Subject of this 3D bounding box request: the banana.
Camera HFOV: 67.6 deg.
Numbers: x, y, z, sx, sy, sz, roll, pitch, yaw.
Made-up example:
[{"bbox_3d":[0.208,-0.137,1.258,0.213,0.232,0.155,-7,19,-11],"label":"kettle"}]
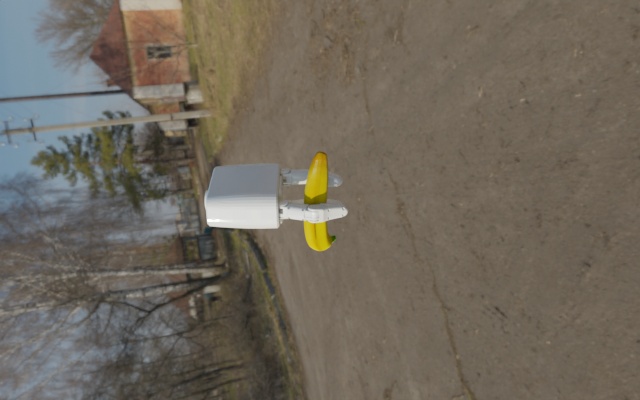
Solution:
[{"bbox_3d":[-0.004,0.018,0.743,0.037,0.198,0.069,7,46,12],"label":"banana"}]
